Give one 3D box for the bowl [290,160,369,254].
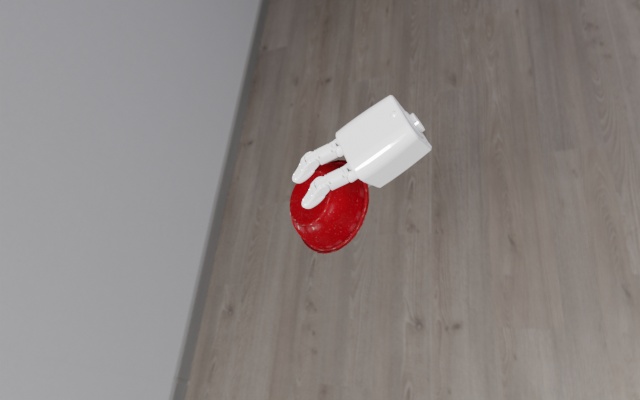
[{"bbox_3d":[-0.001,0.003,0.781,0.162,0.162,0.055,0,-15,45],"label":"bowl"}]
